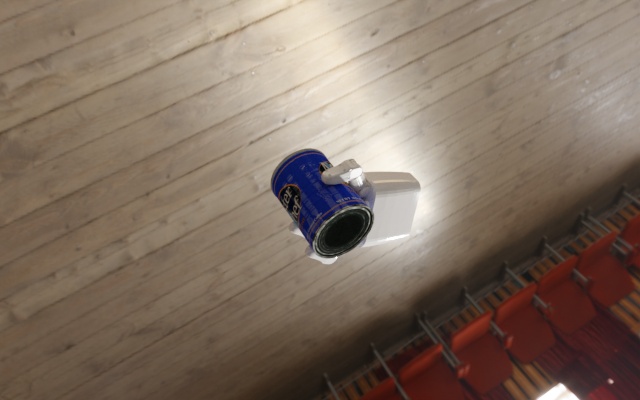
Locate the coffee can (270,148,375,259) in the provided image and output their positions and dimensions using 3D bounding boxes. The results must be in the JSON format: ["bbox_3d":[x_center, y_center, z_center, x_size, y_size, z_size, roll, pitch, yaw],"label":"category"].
[{"bbox_3d":[0.000,0.002,0.718,0.103,0.103,0.140,0,39,-39],"label":"coffee can"}]
